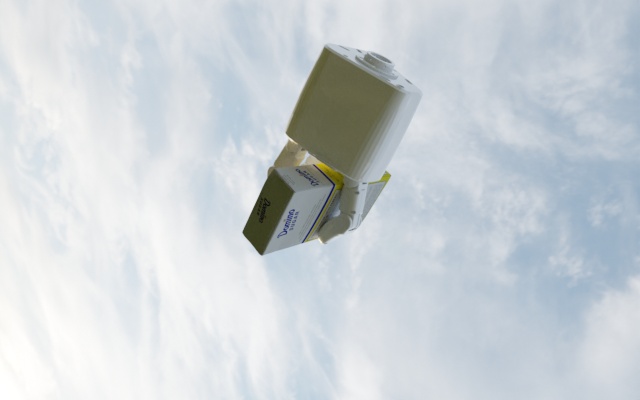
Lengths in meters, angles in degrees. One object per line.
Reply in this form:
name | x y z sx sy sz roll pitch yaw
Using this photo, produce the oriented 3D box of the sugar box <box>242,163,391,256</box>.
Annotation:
sugar box | 0.000 0.001 0.557 0.176 0.093 0.048 -8 46 -47
